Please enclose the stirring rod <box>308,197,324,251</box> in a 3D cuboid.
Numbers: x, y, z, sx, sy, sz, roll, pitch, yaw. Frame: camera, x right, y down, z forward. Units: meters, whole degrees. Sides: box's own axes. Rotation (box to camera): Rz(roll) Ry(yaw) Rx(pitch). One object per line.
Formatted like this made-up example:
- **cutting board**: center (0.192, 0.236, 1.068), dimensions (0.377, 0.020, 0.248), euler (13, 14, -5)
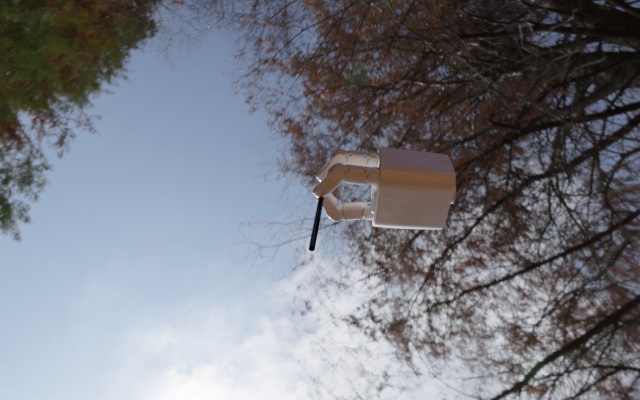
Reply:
- **stirring rod**: center (0.000, 0.002, 0.679), dimensions (0.011, 0.011, 0.239), euler (0, 28, 6)
